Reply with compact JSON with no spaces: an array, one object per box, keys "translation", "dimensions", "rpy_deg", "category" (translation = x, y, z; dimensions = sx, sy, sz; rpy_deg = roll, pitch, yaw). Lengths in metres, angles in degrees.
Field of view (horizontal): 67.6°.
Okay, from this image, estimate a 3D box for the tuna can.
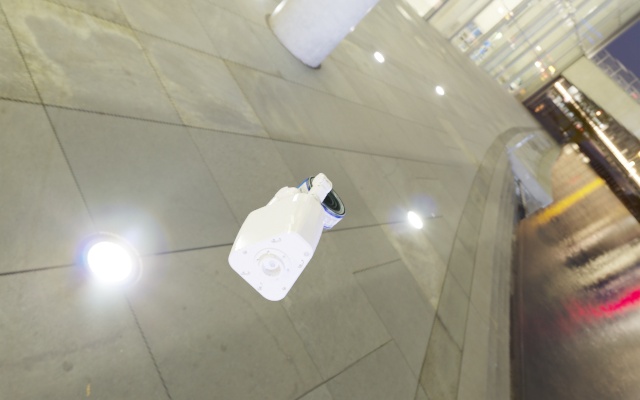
[{"translation":[0.001,0.002,0.765],"dimensions":[0.034,0.086,0.086],"rpy_deg":[-42,-18,21],"category":"tuna can"}]
